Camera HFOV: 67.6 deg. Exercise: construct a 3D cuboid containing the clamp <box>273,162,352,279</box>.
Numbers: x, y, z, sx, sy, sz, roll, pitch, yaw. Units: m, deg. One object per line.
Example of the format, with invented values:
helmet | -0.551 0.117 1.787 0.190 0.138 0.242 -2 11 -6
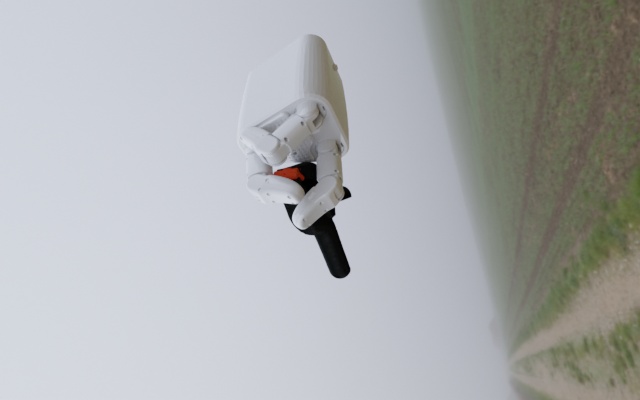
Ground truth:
clamp | -0.001 0.002 0.543 0.039 0.120 0.172 -12 -38 16
